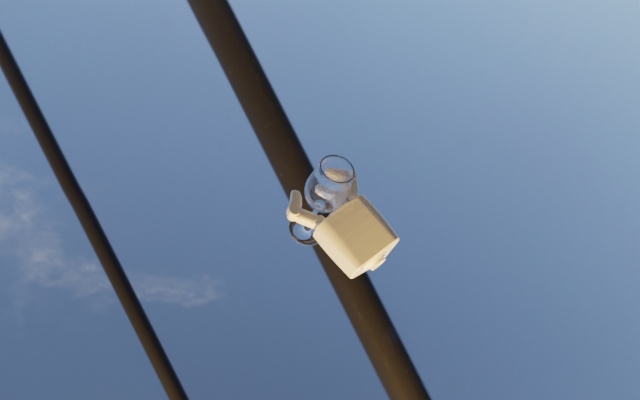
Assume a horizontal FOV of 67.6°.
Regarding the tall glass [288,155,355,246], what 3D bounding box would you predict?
[{"bbox_3d":[0.000,0.003,0.881,0.079,0.079,0.201,0,-35,-20],"label":"tall glass"}]
